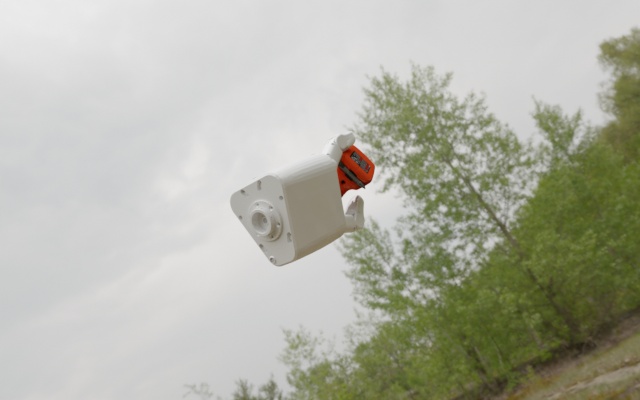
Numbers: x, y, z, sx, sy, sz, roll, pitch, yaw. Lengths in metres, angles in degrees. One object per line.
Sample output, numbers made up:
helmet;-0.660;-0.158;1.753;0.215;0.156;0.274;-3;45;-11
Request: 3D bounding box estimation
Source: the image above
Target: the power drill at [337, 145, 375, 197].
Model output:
power drill;0.000;0.002;0.723;0.057;0.188;0.184;42;18;-5
